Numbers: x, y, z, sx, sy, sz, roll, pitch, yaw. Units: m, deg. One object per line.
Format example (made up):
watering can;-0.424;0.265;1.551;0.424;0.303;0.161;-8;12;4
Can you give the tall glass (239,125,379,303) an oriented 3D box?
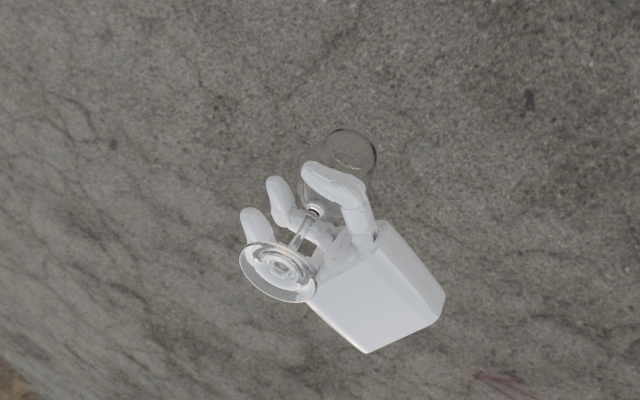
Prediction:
tall glass;0.000;0.002;0.478;0.079;0.079;0.201;0;39;29
